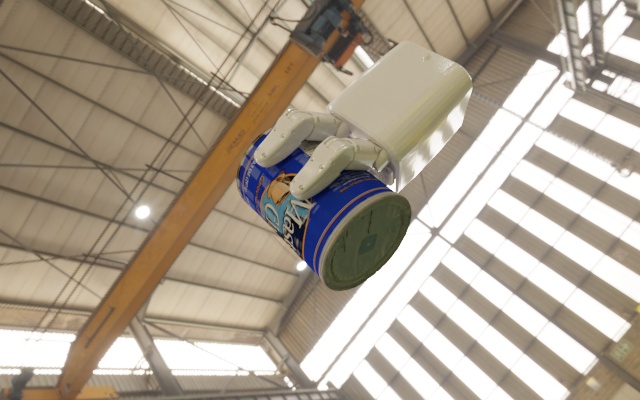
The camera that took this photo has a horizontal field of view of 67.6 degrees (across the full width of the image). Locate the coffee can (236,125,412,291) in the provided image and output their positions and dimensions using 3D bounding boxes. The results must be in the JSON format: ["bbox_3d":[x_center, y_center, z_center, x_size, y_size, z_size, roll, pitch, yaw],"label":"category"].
[{"bbox_3d":[0.000,0.002,0.453,0.103,0.103,0.140,0,32,-47],"label":"coffee can"}]
